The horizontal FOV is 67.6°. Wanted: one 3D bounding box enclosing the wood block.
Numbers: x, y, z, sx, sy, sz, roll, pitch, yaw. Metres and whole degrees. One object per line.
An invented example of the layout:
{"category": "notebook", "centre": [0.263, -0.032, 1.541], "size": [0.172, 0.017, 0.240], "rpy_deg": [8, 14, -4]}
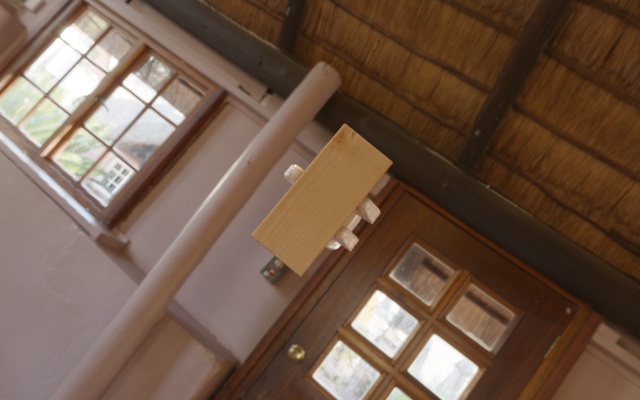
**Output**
{"category": "wood block", "centre": [0.000, 0.002, 0.702], "size": [0.091, 0.206, 0.090], "rpy_deg": [39, -8, 1]}
